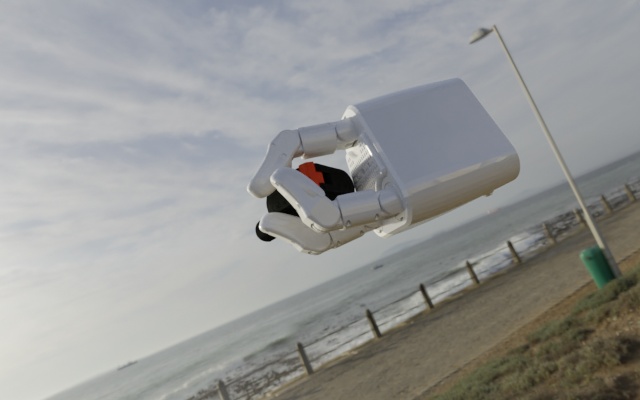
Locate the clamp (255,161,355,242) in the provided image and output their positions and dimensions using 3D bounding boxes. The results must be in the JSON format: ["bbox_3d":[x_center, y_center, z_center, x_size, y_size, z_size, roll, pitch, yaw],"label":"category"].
[{"bbox_3d":[0.000,0.001,0.452,0.120,0.039,0.171,-19,-10,-14],"label":"clamp"}]
